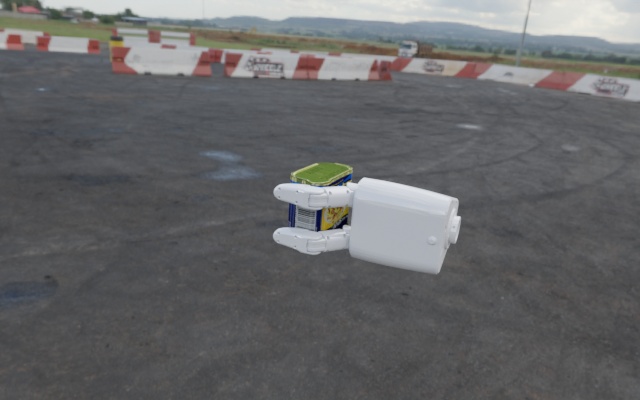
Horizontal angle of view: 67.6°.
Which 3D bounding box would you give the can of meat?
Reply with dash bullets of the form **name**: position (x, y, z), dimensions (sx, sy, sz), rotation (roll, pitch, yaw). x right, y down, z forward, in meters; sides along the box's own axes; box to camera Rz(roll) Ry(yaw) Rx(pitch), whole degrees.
- **can of meat**: position (0.000, 0.002, 0.608), dimensions (0.057, 0.084, 0.102), rotation (14, 21, 24)
